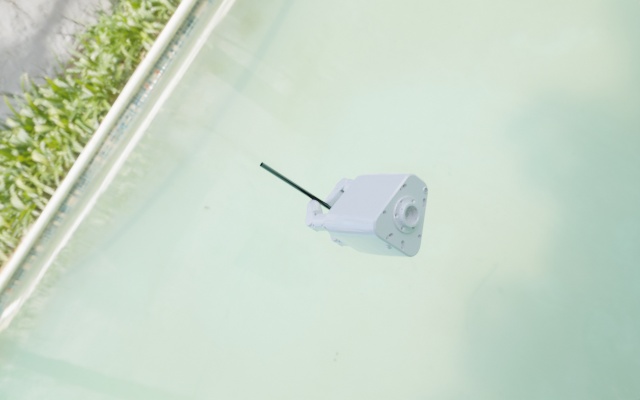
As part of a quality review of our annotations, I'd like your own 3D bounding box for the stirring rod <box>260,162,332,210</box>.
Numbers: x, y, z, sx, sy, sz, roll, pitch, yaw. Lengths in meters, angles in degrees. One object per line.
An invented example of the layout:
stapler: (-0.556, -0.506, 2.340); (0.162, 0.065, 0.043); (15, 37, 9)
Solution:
stirring rod: (0.000, 0.003, 0.768); (0.239, 0.011, 0.011); (33, -18, -30)
